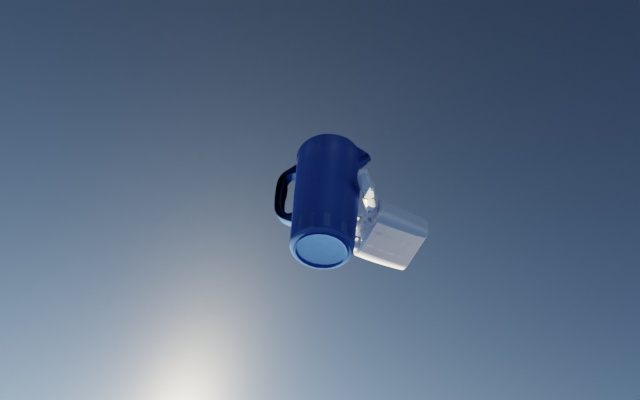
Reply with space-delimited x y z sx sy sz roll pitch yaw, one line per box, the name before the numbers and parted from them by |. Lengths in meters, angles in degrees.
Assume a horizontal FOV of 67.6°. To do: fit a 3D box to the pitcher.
pitcher | 0.000 0.003 0.870 0.145 0.242 0.149 23 -48 -15
